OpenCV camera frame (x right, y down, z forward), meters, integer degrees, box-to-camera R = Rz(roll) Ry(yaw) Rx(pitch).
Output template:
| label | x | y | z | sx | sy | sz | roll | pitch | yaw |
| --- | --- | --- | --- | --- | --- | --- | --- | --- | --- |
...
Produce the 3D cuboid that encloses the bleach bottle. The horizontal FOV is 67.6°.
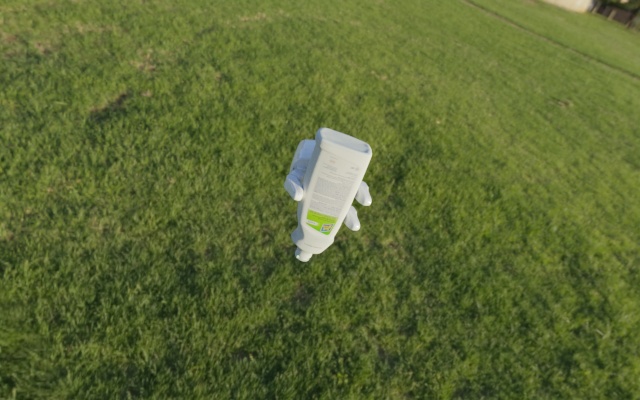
| label | x | y | z | sx | sy | sz | roll | pitch | yaw |
| --- | --- | --- | --- | --- | --- | --- | --- | --- | --- |
| bleach bottle | 0.000 | 0.003 | 0.852 | 0.102 | 0.251 | 0.068 | 19 | 28 | -7 |
